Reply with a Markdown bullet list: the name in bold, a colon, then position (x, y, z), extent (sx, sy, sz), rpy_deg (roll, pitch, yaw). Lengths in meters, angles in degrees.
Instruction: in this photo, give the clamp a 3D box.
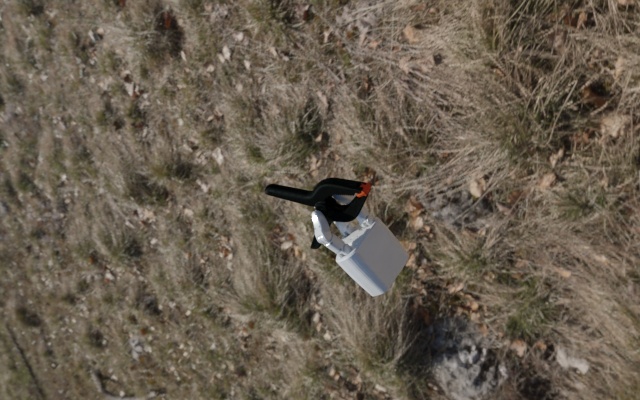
- **clamp**: position (0.000, 0.003, 0.884), extent (0.210, 0.164, 0.036), rpy_deg (-30, 20, 43)
